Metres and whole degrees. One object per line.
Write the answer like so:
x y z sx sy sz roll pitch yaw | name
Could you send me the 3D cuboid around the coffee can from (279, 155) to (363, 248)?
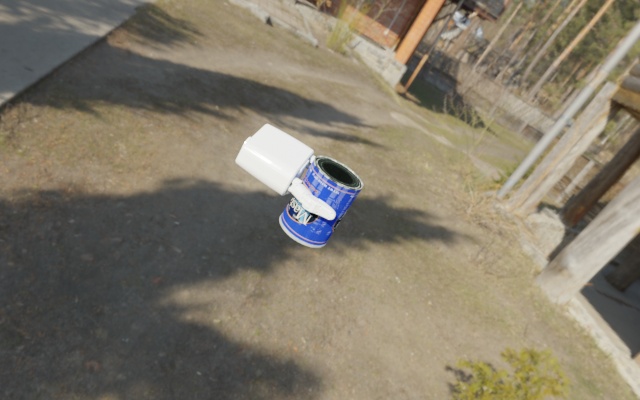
0.000 0.003 0.886 0.103 0.140 0.102 26 24 -13 | coffee can
